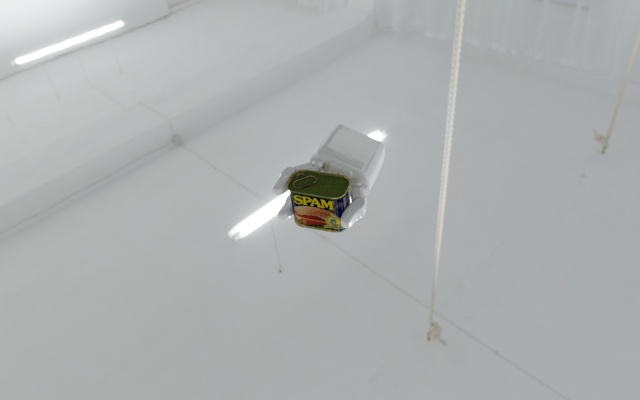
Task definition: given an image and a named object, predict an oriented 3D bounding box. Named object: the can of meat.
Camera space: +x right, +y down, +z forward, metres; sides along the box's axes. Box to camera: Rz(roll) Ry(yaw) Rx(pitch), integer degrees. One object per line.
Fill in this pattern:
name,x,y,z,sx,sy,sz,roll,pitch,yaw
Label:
can of meat,0.000,0.003,0.793,0.102,0.084,0.057,10,44,18
